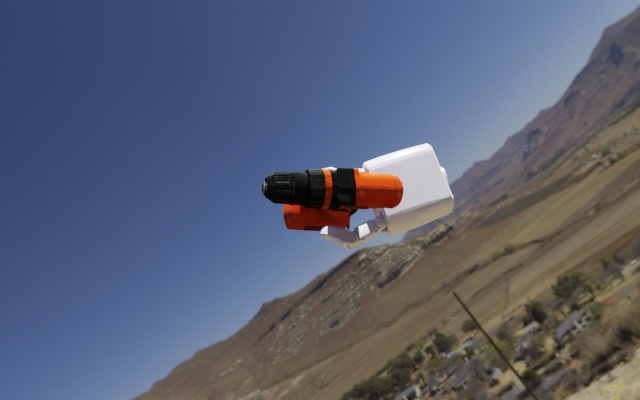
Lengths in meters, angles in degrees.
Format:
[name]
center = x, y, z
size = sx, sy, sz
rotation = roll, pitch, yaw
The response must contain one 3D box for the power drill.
[power drill]
center = 0.000, 0.002, 0.674
size = 0.184, 0.057, 0.188
rotation = 3, -12, -14
